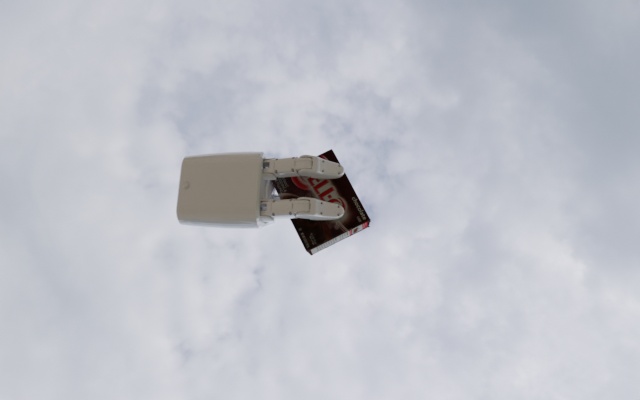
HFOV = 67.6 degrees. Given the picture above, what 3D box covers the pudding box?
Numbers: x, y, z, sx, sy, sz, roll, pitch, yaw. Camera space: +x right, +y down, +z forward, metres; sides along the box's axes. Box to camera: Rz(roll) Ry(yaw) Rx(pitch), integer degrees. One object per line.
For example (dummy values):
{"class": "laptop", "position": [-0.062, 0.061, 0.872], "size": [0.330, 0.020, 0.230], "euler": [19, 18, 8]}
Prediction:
{"class": "pudding box", "position": [0.000, 0.002, 0.618], "size": [0.090, 0.113, 0.039], "euler": [-27, -16, -3]}
